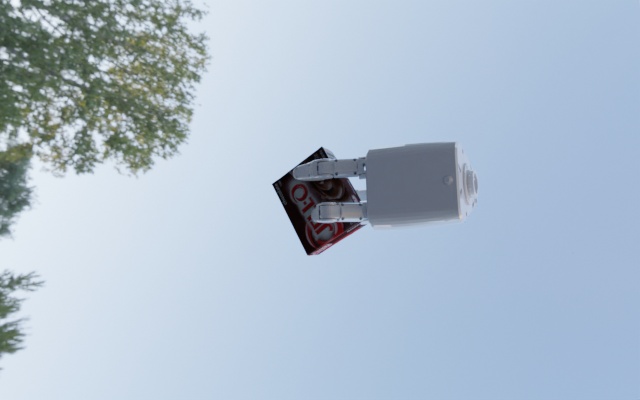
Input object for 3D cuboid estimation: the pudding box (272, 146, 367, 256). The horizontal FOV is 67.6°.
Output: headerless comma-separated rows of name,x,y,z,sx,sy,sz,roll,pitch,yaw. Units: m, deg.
pudding box,0.000,0.002,0.618,0.090,0.113,0.039,-35,-20,21
